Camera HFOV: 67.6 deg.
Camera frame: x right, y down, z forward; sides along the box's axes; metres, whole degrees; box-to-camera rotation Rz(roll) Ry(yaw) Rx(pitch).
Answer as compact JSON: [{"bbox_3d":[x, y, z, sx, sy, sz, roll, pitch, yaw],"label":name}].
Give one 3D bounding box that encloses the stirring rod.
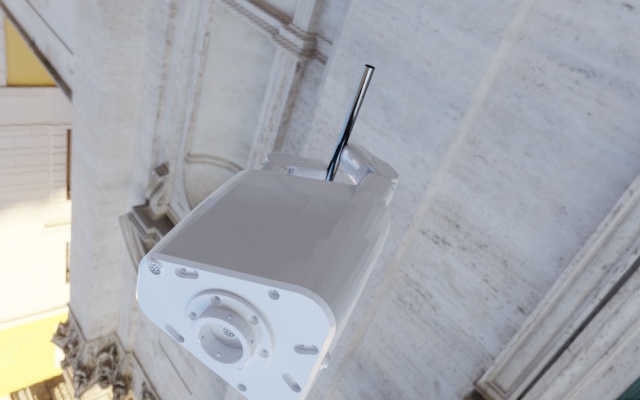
[{"bbox_3d":[0.000,0.001,0.402,0.011,0.240,0.011,14,32,-9],"label":"stirring rod"}]
